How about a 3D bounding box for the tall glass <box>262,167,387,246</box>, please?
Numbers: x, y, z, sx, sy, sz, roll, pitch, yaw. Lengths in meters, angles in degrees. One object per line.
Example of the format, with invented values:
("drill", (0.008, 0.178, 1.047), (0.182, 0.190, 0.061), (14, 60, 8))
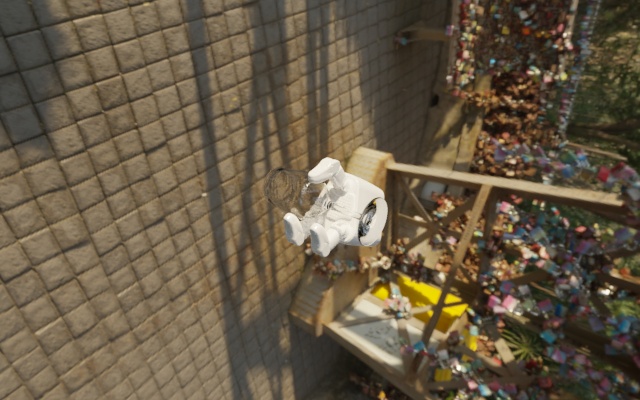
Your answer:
("tall glass", (0.001, 0.003, 0.745), (0.201, 0.079, 0.079), (21, 12, 35))
